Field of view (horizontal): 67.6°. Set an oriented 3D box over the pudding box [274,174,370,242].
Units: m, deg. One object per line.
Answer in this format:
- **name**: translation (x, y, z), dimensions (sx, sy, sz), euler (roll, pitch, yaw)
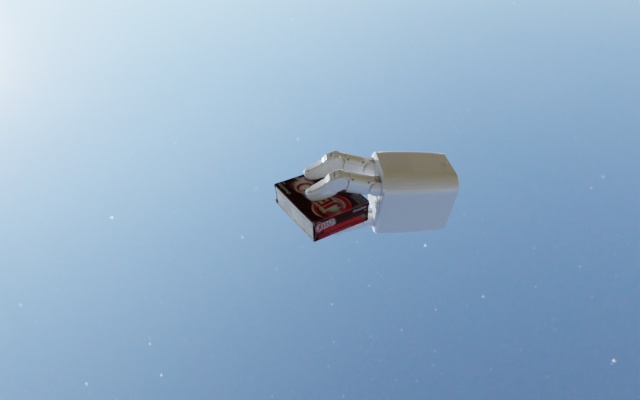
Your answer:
- **pudding box**: translation (0.000, 0.002, 0.670), dimensions (0.090, 0.039, 0.113), euler (-19, 37, -26)
